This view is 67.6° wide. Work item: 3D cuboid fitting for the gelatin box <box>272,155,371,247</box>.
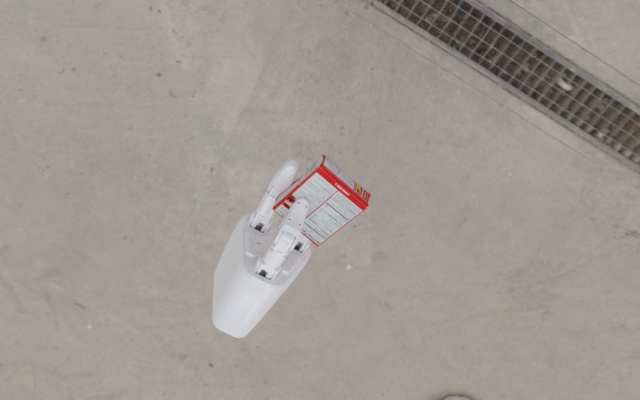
[{"bbox_3d":[0.000,0.002,0.544,0.089,0.073,0.030,-40,19,33],"label":"gelatin box"}]
